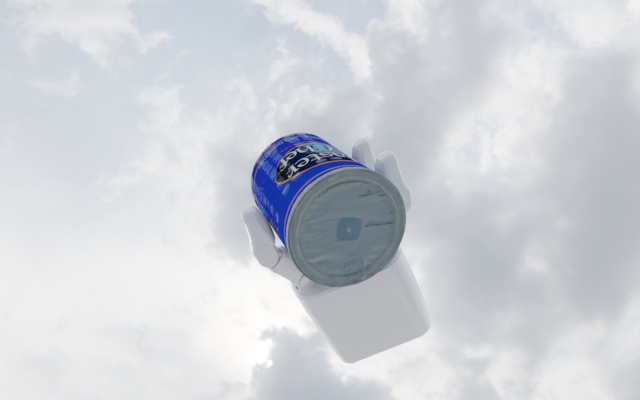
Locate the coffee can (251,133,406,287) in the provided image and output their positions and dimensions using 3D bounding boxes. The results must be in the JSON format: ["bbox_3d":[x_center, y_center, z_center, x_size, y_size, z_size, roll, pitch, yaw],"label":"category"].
[{"bbox_3d":[0.000,0.001,0.442,0.103,0.103,0.140,0,19,-21],"label":"coffee can"}]
